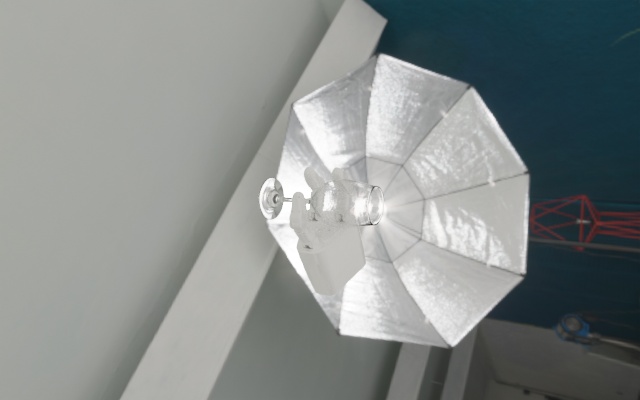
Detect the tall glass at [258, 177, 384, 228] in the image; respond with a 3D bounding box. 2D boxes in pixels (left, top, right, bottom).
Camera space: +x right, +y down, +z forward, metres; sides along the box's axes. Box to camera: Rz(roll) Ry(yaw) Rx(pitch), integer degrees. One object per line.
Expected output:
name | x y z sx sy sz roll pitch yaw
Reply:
tall glass | -0.001 0.002 0.783 0.201 0.079 0.079 3 2 31
